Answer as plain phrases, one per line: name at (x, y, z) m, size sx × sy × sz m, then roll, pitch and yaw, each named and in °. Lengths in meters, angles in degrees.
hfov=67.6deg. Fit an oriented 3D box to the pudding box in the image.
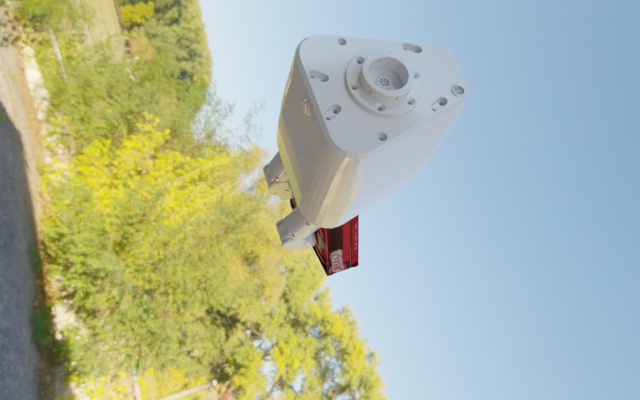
pudding box at (0.000, 0.001, 0.460) m, size 0.039 × 0.090 × 0.113 m, roll -14°, pitch 41°, yaw -14°
